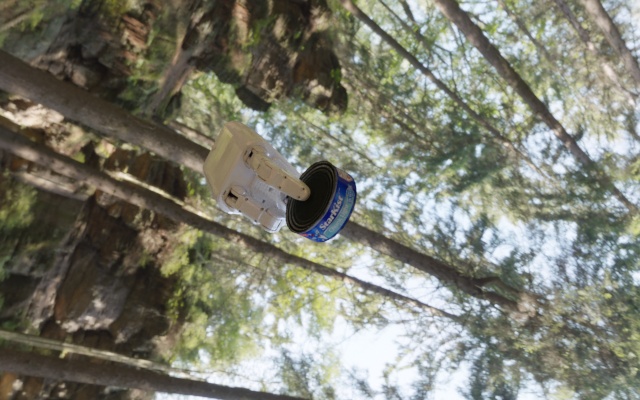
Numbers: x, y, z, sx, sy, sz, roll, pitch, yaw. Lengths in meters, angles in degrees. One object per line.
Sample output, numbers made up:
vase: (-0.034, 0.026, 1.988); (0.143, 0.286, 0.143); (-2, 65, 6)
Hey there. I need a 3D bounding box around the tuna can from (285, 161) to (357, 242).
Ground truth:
tuna can: (0.001, 0.002, 0.523); (0.034, 0.086, 0.086); (27, -15, -31)
